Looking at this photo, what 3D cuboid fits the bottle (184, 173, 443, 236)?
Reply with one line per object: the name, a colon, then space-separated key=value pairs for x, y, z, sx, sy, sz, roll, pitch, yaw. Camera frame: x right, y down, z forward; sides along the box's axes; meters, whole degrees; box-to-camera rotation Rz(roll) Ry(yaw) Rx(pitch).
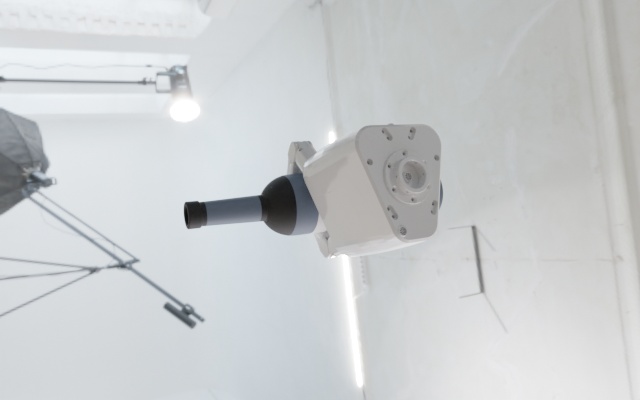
bottle: x=0.000 y=0.002 z=0.531 sx=0.295 sy=0.069 sz=0.069 roll=-6 pitch=2 yaw=-26
